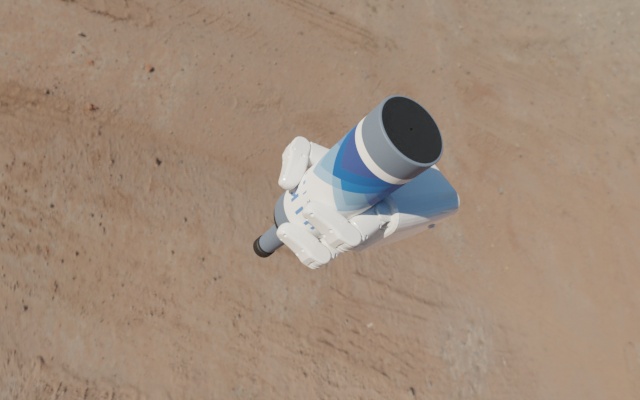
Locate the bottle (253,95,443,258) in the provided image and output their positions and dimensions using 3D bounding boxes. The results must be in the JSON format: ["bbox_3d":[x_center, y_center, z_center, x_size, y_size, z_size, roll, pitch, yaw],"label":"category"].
[{"bbox_3d":[0.000,0.002,0.496,0.069,0.069,0.296,0,-24,-33],"label":"bottle"}]
